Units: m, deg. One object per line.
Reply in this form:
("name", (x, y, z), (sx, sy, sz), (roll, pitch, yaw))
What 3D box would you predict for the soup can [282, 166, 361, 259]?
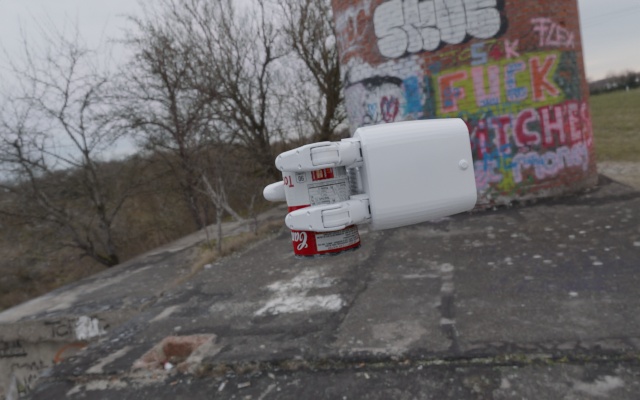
("soup can", (0.000, 0.001, 0.477), (0.068, 0.102, 0.068), (-9, 3, 0))
